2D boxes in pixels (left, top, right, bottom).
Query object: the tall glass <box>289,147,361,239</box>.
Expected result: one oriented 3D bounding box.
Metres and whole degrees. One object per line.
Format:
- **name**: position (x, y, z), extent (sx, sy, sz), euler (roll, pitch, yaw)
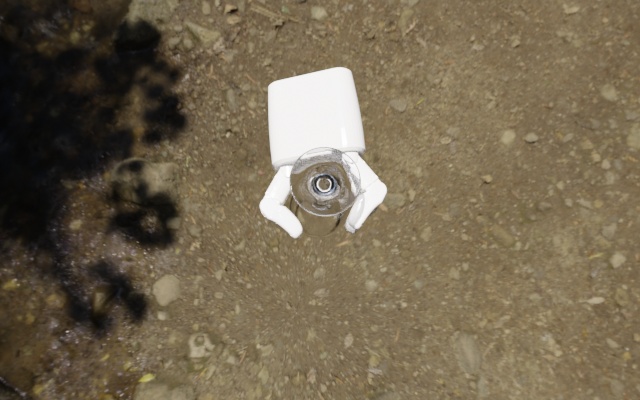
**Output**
- **tall glass**: position (0.000, 0.002, 0.587), extent (0.079, 0.079, 0.201), euler (0, -13, -3)
